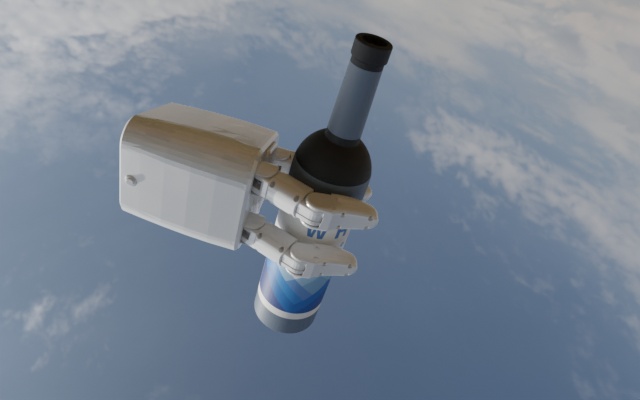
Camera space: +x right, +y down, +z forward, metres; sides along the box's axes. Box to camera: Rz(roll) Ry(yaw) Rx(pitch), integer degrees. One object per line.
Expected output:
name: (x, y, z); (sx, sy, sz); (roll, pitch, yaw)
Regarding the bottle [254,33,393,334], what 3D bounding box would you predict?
bottle: (0.000, 0.002, 0.418); (0.069, 0.296, 0.069); (12, 37, -9)
